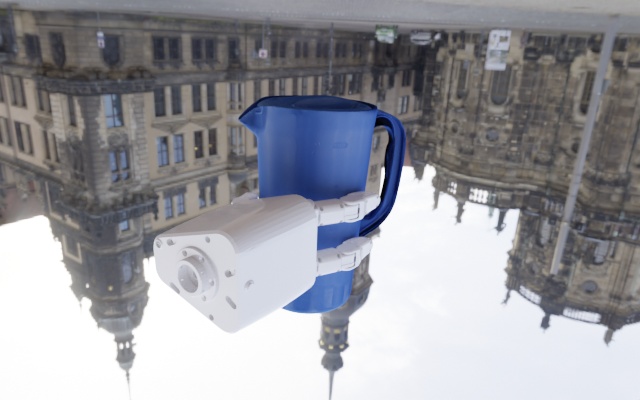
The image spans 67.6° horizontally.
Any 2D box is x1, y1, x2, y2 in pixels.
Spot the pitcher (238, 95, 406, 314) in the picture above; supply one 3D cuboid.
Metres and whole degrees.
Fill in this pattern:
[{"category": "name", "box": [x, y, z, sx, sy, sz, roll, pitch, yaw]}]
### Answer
[{"category": "pitcher", "box": [0.000, 0.002, 0.555, 0.149, 0.243, 0.145, 14, 21, 29]}]
